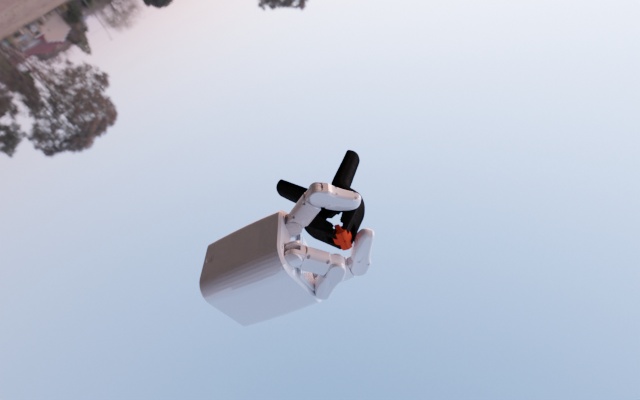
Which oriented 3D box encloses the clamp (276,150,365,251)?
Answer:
[{"bbox_3d":[0.000,0.002,0.599,0.120,0.039,0.171,-23,33,13],"label":"clamp"}]
